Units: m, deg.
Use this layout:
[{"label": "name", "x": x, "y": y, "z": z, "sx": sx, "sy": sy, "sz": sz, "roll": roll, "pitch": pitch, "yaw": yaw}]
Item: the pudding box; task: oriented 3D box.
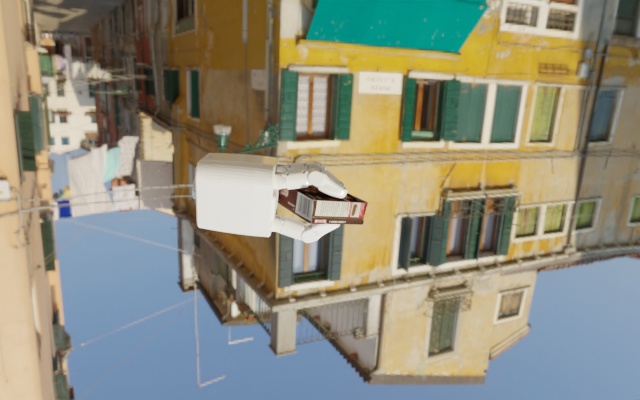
[{"label": "pudding box", "x": 0.000, "y": 0.002, "z": 0.698, "sx": 0.090, "sy": 0.039, "sz": 0.113, "roll": 2, "pitch": 16, "yaw": -30}]
